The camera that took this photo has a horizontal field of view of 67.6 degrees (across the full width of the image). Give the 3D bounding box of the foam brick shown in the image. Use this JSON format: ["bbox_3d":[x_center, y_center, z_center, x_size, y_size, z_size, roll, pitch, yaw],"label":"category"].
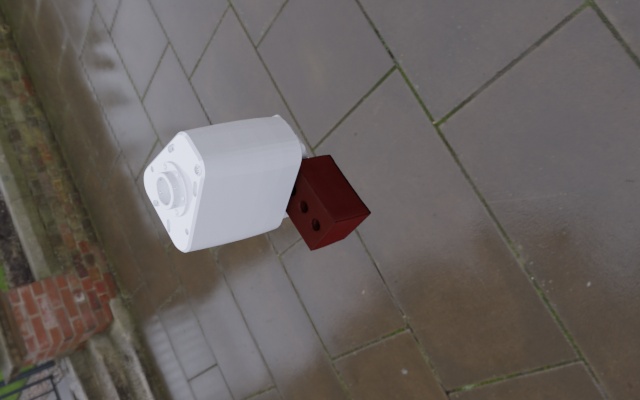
[{"bbox_3d":[0.000,0.002,0.479,0.051,0.078,0.053,-16,-26,-44],"label":"foam brick"}]
